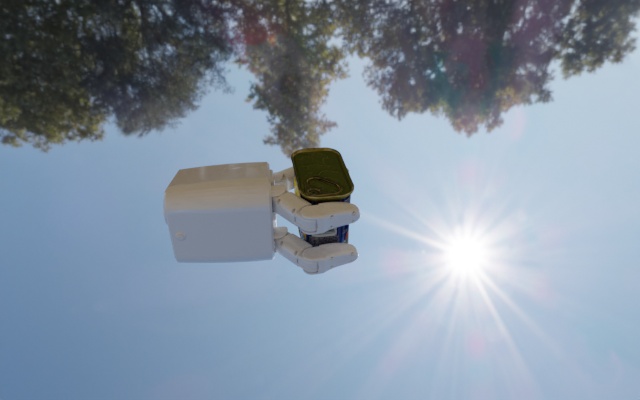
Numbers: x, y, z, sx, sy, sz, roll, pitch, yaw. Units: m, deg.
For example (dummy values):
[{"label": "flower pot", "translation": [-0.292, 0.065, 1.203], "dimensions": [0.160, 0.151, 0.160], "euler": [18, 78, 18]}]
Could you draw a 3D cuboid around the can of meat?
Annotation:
[{"label": "can of meat", "translation": [0.000, 0.002, 0.534], "dimensions": [0.057, 0.084, 0.102], "euler": [-5, 35, -9]}]
